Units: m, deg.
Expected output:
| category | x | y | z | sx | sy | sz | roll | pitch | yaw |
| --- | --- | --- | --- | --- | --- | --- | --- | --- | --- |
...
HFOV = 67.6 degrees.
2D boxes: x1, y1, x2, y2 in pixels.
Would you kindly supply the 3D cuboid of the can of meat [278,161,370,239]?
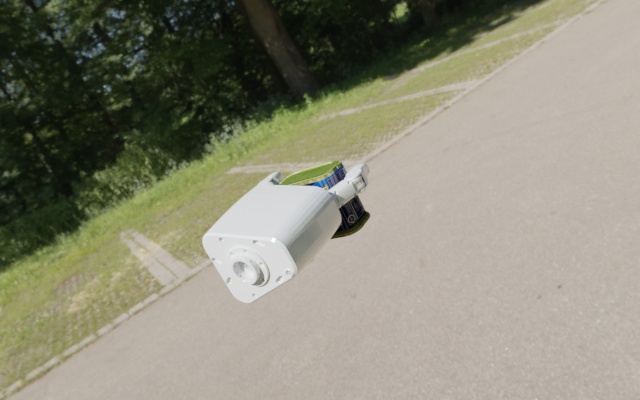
| category | x | y | z | sx | sy | sz | roll | pitch | yaw |
| --- | --- | --- | --- | --- | --- | --- | --- | --- | --- |
| can of meat | 0.000 | 0.002 | 0.616 | 0.102 | 0.084 | 0.057 | -14 | 22 | 38 |
